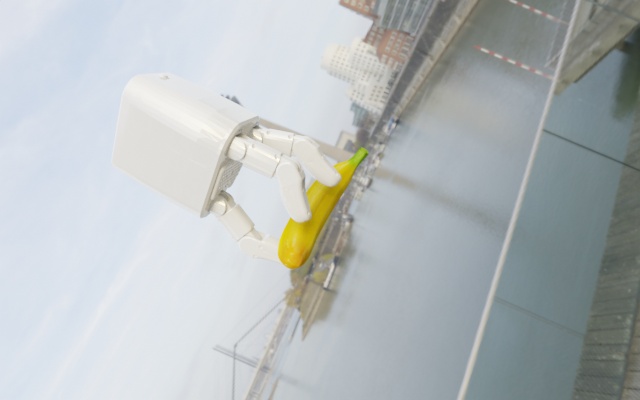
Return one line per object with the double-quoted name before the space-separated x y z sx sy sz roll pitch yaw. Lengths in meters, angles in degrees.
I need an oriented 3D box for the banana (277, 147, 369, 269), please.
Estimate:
"banana" -0.006 0.011 0.499 0.037 0.070 0.197 33 44 -1
